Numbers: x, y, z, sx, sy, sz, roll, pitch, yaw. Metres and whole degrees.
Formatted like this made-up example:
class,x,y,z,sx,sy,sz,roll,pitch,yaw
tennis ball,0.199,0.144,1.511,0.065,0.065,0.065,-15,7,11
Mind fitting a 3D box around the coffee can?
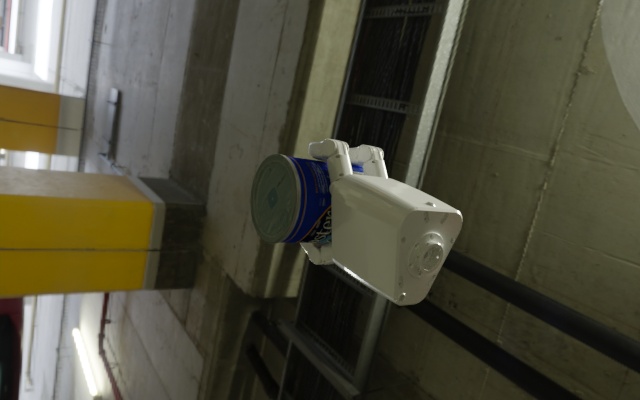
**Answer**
class,x,y,z,sx,sy,sz,roll,pitch,yaw
coffee can,0.000,0.002,0.585,0.140,0.103,0.103,4,-2,-36
